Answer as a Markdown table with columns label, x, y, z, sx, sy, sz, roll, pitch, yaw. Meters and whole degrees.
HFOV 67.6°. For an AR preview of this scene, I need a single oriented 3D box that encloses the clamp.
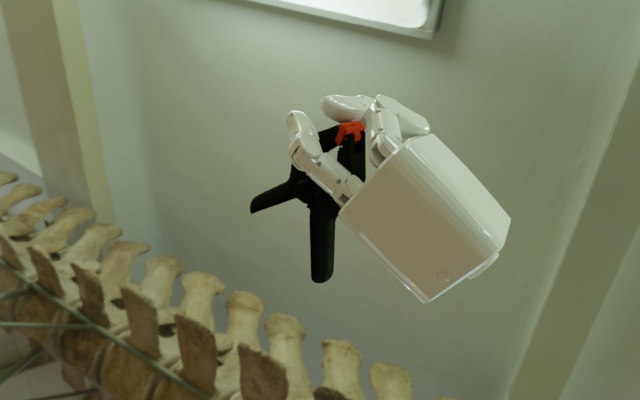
| label | x | y | z | sx | sy | sz | roll | pitch | yaw |
| --- | --- | --- | --- | --- | --- | --- | --- | --- | --- |
| clamp | 0.000 | 0.001 | 0.464 | 0.039 | 0.120 | 0.171 | -33 | -13 | -46 |
